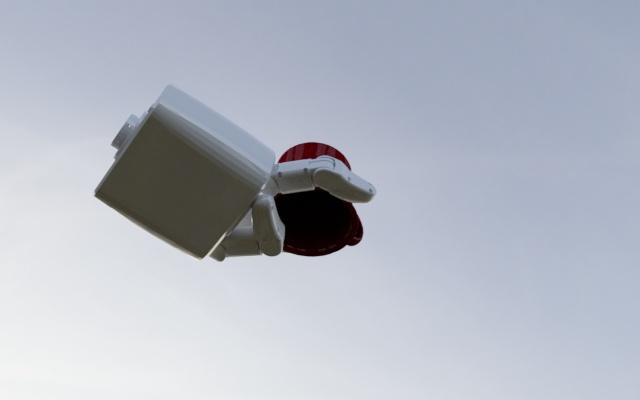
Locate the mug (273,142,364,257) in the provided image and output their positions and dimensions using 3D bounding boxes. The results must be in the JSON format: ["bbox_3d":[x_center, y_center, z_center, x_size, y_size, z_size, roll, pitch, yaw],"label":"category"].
[{"bbox_3d":[0.001,0.002,0.481,0.117,0.081,0.093,35,-56,-23],"label":"mug"}]
